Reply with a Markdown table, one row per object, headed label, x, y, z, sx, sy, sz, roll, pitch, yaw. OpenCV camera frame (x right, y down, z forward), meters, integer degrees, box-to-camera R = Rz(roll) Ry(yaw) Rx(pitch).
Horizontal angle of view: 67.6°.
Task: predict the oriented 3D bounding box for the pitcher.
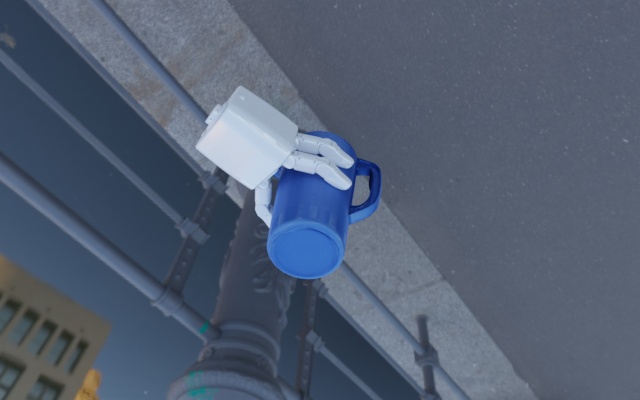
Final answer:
| label | x | y | z | sx | sy | sz | roll | pitch | yaw |
| --- | --- | --- | --- | --- | --- | --- | --- | --- | --- |
| pitcher | 0.000 | 0.002 | 0.742 | 0.149 | 0.145 | 0.242 | -41 | 22 | 28 |
